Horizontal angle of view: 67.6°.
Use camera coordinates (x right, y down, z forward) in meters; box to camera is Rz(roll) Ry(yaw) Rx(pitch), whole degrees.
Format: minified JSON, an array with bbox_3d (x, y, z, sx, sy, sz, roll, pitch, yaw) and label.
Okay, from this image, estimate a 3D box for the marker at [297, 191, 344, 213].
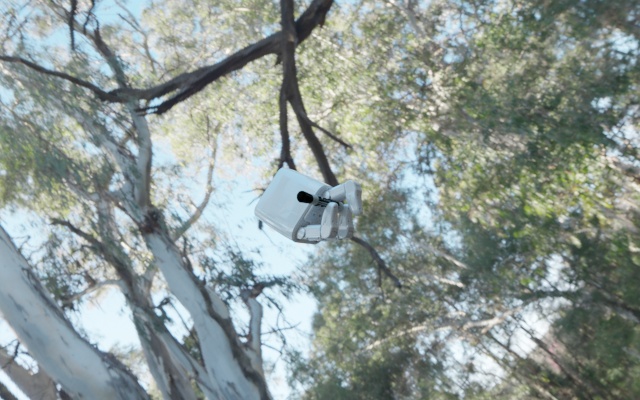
[{"bbox_3d":[0.000,0.003,0.782,0.020,0.020,0.121,0,-9,34],"label":"marker"}]
